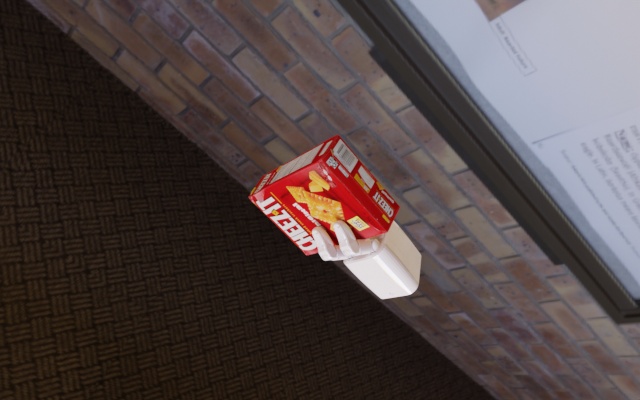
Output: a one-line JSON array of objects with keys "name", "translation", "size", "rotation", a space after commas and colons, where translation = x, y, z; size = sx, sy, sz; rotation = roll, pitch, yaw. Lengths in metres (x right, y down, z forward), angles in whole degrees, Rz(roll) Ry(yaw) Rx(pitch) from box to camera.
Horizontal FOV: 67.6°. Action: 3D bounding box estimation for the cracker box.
[{"name": "cracker box", "translation": [0.000, 0.003, 0.815], "size": [0.214, 0.164, 0.072], "rotation": [-23, 27, 47]}]
